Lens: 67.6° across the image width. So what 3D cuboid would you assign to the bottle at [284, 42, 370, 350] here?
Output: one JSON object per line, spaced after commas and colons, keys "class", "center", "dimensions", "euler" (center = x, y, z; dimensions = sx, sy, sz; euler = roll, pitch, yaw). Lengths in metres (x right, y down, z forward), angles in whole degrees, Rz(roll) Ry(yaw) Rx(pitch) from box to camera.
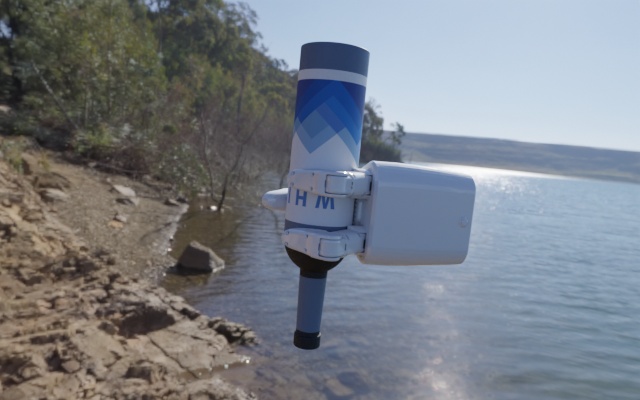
{"class": "bottle", "center": [0.000, 0.001, 0.472], "dimensions": [0.069, 0.296, 0.069], "euler": [6, 6, -1]}
